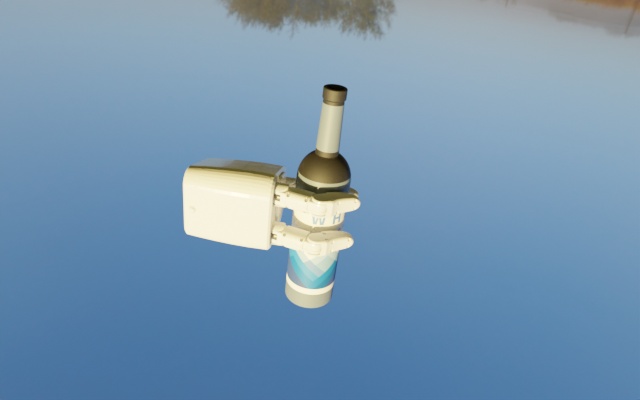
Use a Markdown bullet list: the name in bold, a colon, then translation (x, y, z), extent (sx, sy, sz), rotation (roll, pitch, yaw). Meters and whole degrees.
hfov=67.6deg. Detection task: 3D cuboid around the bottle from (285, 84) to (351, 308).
- **bottle**: translation (0.000, 0.002, 0.600), extent (0.069, 0.296, 0.069), rotation (6, 30, -3)
